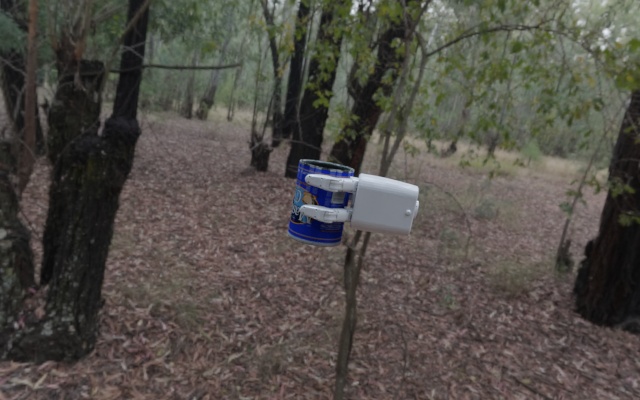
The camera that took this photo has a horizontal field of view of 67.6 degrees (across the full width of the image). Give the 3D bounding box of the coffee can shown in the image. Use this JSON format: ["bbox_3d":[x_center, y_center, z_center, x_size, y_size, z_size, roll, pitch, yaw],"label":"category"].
[{"bbox_3d":[0.000,0.003,0.881,0.103,0.140,0.103,10,11,-2],"label":"coffee can"}]
